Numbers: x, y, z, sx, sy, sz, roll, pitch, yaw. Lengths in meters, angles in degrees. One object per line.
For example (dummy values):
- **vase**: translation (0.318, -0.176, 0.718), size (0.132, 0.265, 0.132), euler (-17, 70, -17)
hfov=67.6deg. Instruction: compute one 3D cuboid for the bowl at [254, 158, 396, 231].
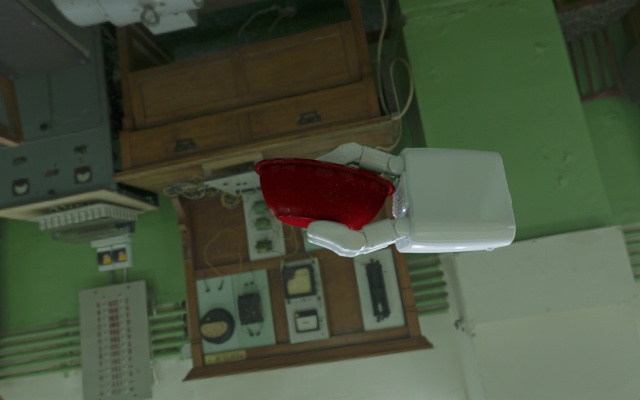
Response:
- **bowl**: translation (-0.001, 0.002, 0.537), size (0.162, 0.055, 0.162), euler (10, -10, 2)
